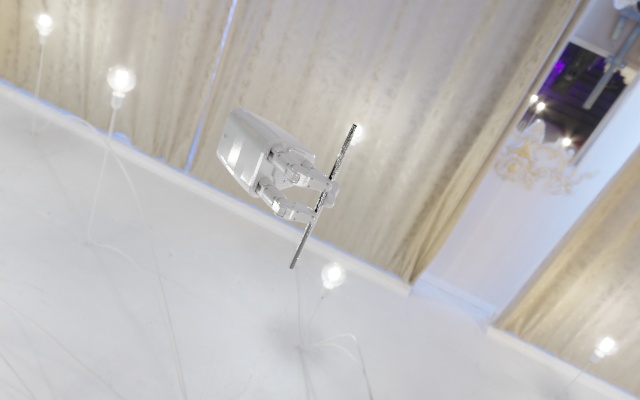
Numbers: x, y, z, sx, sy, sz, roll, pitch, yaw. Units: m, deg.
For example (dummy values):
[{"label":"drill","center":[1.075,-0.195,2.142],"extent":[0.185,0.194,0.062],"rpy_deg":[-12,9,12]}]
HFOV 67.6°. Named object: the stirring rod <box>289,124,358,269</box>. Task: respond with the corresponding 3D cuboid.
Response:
[{"label":"stirring rod","center":[0.000,0.002,0.664],"extent":[0.011,0.240,0.011],"rpy_deg":[19,27,-10]}]
